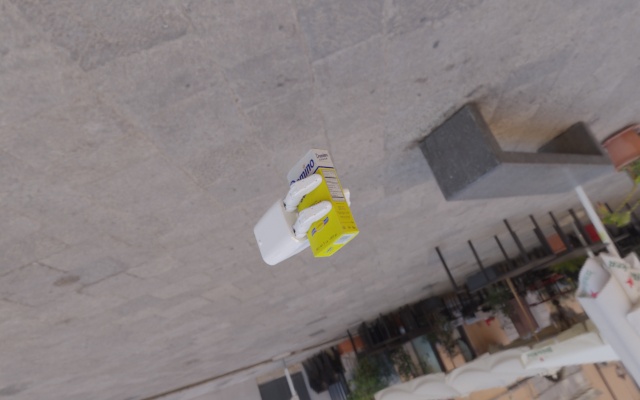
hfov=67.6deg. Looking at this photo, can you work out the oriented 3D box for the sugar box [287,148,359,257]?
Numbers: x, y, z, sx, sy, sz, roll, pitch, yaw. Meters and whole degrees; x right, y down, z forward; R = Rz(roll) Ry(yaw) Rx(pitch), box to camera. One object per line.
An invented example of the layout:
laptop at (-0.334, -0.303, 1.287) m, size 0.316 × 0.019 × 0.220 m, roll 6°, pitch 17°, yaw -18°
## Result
sugar box at (0.000, 0.003, 0.862) m, size 0.048 × 0.176 × 0.093 m, roll -1°, pitch -30°, yaw -42°
